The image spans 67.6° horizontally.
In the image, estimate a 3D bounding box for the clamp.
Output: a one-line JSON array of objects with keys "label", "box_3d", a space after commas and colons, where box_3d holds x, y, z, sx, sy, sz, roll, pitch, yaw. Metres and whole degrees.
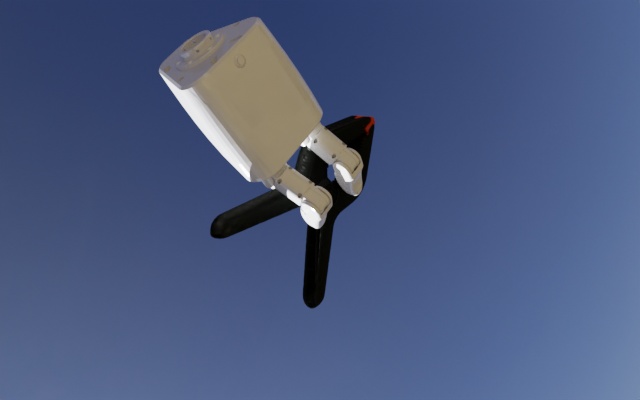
[{"label": "clamp", "box_3d": [0.000, 0.001, 0.501, 0.036, 0.210, 0.165, 16, -29, 45]}]
